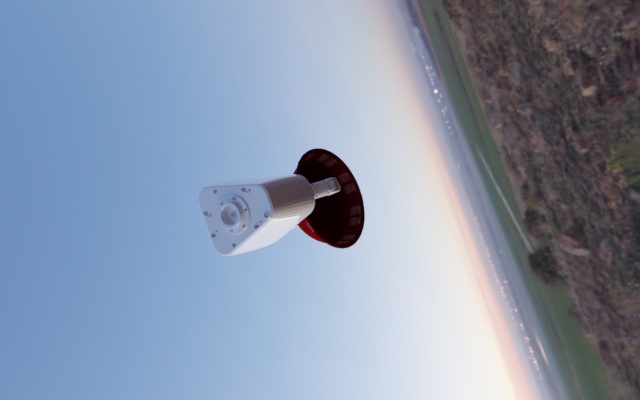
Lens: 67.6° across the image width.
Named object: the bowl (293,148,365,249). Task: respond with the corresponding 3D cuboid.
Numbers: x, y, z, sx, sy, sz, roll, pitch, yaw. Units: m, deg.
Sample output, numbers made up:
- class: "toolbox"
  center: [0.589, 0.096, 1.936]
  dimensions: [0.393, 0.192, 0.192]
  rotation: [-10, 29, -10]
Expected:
- class: "bowl"
  center: [0.001, 0.003, 0.751]
  dimensions: [0.055, 0.162, 0.162]
  rotation: [-22, -14, 38]
